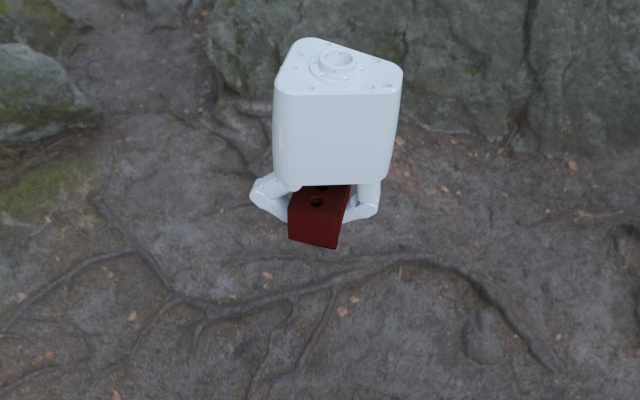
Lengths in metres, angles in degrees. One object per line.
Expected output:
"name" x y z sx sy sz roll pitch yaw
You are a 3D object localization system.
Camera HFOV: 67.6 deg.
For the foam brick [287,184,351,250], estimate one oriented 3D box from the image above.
"foam brick" 0.000 0.002 0.496 0.053 0.078 0.051 10 -42 6
